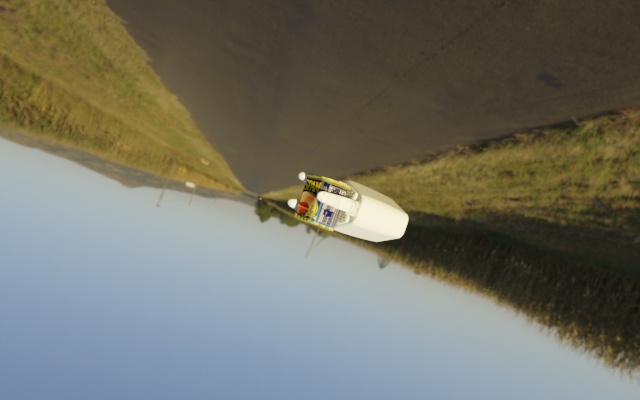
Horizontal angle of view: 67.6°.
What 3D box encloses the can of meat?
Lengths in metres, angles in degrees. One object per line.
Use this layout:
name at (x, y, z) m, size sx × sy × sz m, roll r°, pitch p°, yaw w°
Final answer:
can of meat at (0.000, 0.003, 0.856) m, size 0.057 × 0.084 × 0.102 m, roll 20°, pitch -1°, yaw -25°
